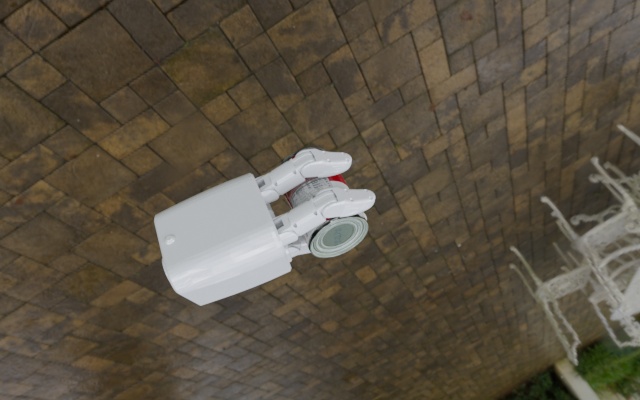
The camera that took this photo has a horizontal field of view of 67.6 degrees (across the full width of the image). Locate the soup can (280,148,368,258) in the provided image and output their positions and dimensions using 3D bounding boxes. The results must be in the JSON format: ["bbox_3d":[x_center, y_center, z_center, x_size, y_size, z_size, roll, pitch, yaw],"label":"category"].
[{"bbox_3d":[0.001,0.002,0.512,0.068,0.102,0.069,-18,-37,-14],"label":"soup can"}]
